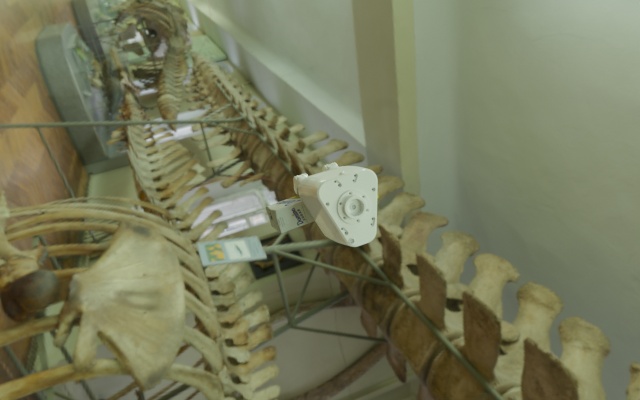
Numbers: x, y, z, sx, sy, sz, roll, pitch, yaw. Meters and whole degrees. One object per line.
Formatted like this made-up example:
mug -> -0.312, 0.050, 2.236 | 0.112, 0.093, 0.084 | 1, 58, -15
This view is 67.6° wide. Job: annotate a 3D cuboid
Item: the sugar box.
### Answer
sugar box -> 0.000, 0.002, 0.811 | 0.176, 0.048, 0.093 | -17, 8, -13
